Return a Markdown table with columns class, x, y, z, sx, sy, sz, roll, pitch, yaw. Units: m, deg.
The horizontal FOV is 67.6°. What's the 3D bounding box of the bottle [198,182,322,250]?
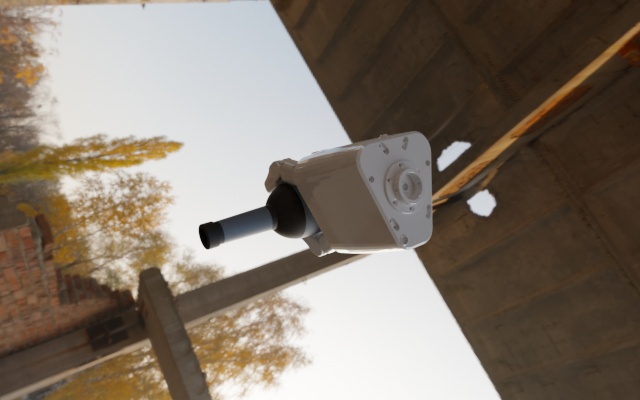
| class | x | y | z | sx | sy | sz | roll | pitch | yaw |
| --- | --- | --- | --- | --- | --- | --- | --- | --- | --- |
| bottle | 0.000 | 0.002 | 0.562 | 0.295 | 0.069 | 0.069 | -17 | 9 | -33 |
